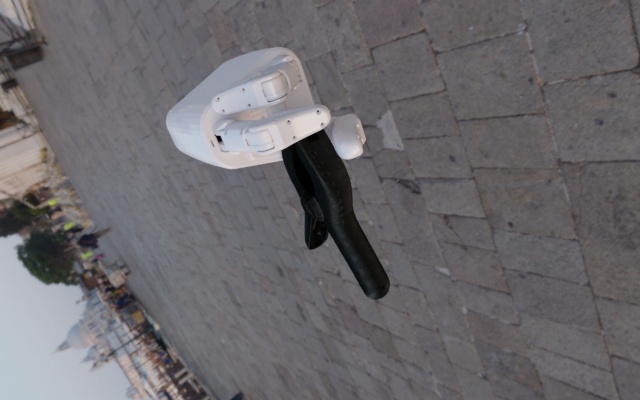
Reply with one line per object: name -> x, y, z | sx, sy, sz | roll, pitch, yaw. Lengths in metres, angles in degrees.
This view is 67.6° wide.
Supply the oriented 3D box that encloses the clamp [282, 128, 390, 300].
clamp -> 0.000, 0.002, 0.426 | 0.039, 0.171, 0.120 | -32, 26, -26
